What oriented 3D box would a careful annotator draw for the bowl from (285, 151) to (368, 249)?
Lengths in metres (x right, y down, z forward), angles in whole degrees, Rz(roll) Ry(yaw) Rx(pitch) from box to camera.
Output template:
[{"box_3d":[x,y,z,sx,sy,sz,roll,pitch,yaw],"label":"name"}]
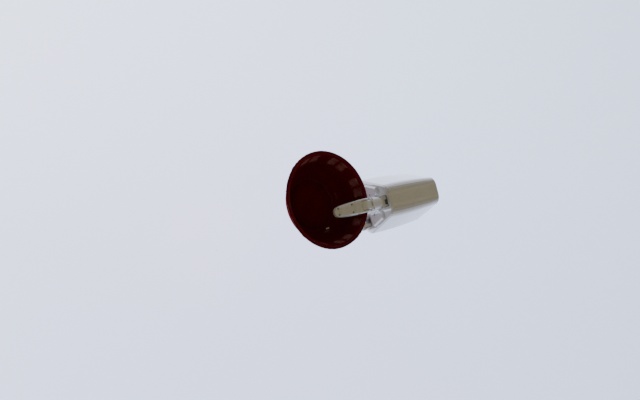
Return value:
[{"box_3d":[-0.001,0.003,0.789,0.162,0.162,0.055,0,-10,-36],"label":"bowl"}]
